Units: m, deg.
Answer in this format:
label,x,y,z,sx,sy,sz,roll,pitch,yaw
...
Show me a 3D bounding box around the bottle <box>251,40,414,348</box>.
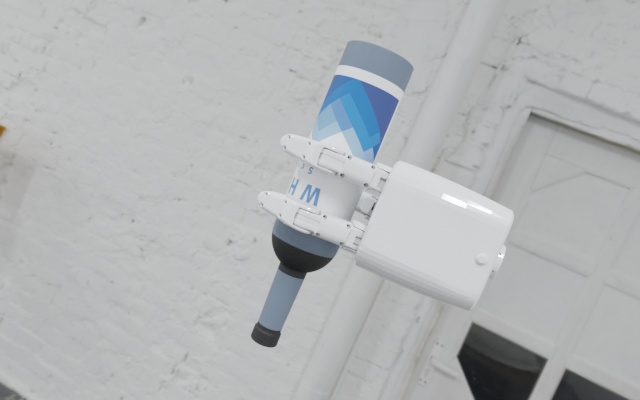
label,x,y,z,sx,sy,sz,roll,pitch,yaw
bottle,0.000,0.001,0.455,0.069,0.296,0.069,22,5,-2
